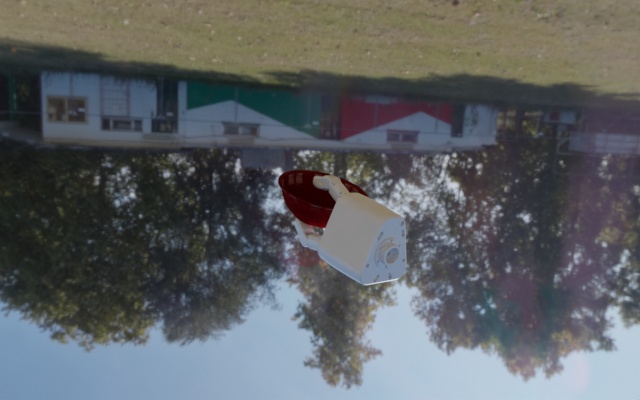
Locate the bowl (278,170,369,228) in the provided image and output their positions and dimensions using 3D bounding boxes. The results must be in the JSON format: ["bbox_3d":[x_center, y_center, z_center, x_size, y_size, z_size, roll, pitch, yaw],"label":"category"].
[{"bbox_3d":[0.000,0.003,0.833,0.162,0.055,0.162,12,23,-5],"label":"bowl"}]
